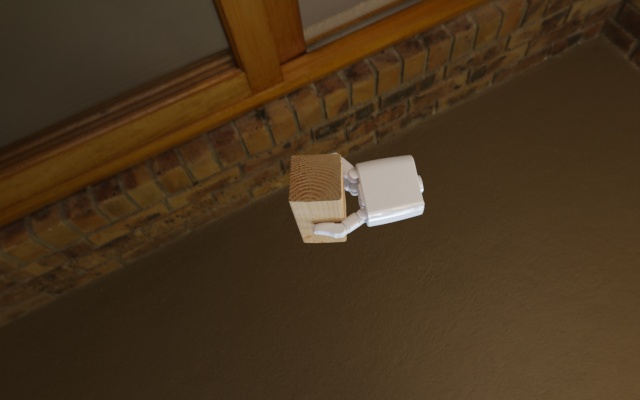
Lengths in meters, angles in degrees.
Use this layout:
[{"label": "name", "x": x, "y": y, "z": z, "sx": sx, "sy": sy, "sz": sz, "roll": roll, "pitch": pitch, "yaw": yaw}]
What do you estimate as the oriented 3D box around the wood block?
[{"label": "wood block", "x": 0.001, "y": 0.003, "z": 0.899, "sx": 0.090, "sy": 0.090, "sz": 0.206, "roll": -2, "pitch": -25, "yaw": 5}]
